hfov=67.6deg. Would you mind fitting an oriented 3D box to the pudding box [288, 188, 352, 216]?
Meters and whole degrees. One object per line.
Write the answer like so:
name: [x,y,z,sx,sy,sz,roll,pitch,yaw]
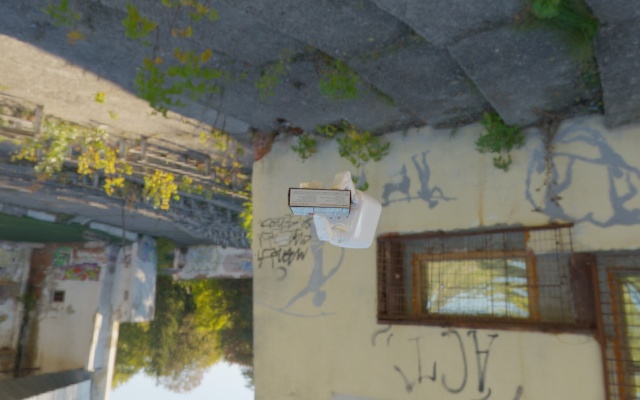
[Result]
pudding box: [0.000,0.003,0.872,0.113,0.039,0.090,0,-11,2]
